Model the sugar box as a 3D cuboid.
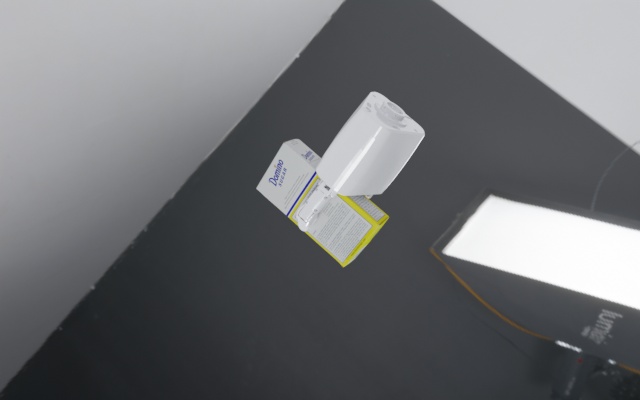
[{"bbox_3d":[0.001,0.002,0.680,0.176,0.093,0.048,43,31,12],"label":"sugar box"}]
